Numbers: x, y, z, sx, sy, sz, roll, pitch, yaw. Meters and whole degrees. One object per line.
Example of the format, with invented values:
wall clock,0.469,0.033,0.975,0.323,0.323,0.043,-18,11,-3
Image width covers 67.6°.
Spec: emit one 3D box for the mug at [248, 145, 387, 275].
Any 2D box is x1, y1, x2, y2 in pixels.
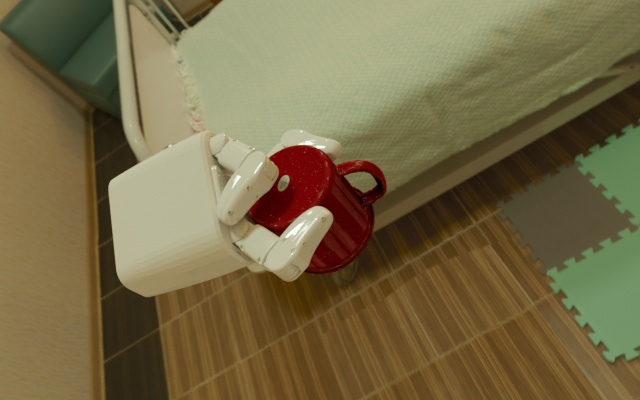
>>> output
mug,0.001,0.001,0.409,0.117,0.093,0.081,-23,-39,16
